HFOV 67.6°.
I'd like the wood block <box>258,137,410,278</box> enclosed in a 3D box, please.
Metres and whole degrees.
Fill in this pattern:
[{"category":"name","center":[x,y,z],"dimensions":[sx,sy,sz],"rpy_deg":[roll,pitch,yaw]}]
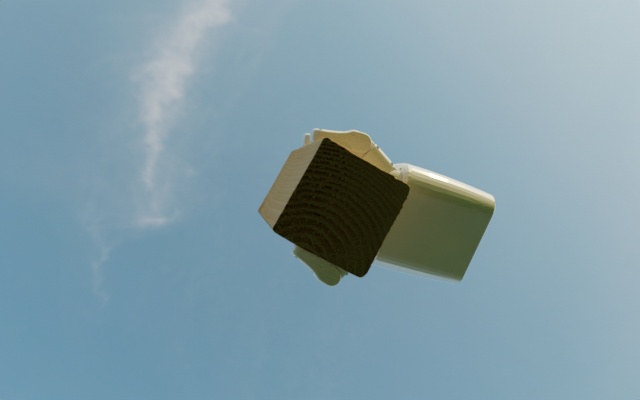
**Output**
[{"category":"wood block","center":[0.000,0.002,0.492],"dimensions":[0.090,0.091,0.206],"rpy_deg":[29,-3,-11]}]
